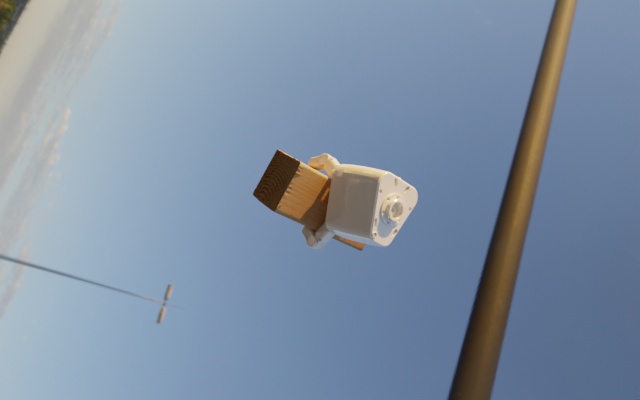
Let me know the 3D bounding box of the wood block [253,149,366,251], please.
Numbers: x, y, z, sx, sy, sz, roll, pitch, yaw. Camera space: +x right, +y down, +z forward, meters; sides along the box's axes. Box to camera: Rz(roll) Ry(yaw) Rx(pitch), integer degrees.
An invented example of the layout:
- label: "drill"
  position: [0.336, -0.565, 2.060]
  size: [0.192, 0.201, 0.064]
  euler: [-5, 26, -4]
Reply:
- label: "wood block"
  position: [0.000, 0.003, 0.832]
  size: [0.206, 0.091, 0.090]
  euler: [27, 3, -37]
